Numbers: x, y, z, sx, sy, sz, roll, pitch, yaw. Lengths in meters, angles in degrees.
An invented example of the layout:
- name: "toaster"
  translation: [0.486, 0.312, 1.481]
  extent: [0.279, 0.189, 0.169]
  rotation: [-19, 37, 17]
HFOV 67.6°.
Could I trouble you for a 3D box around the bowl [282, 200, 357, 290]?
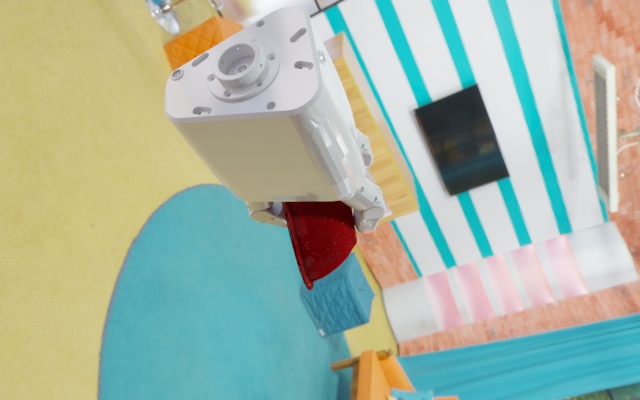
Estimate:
- name: "bowl"
  translation: [0.001, 0.002, 0.462]
  extent: [0.055, 0.162, 0.162]
  rotation: [-11, -1, 2]
